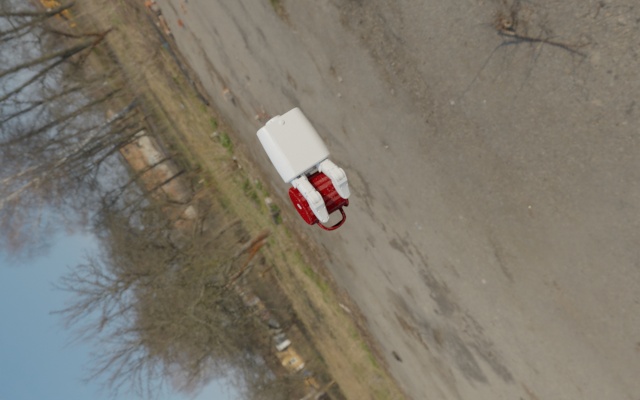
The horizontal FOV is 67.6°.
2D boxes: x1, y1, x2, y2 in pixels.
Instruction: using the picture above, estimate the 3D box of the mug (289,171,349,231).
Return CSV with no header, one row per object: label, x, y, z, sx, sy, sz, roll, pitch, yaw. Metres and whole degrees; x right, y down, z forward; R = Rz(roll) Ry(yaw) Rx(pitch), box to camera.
mug,0.001,0.004,0.893,0.081,0.117,0.093,-33,1,-13
